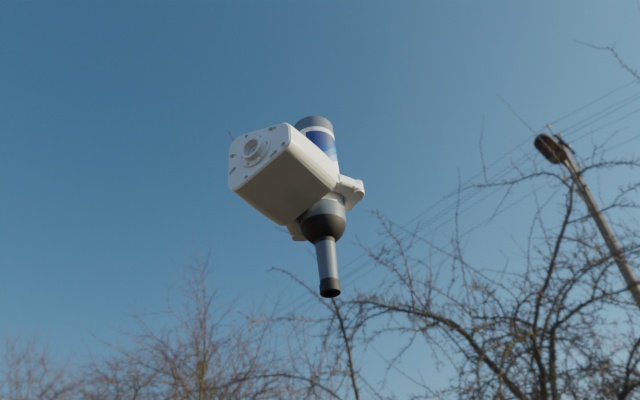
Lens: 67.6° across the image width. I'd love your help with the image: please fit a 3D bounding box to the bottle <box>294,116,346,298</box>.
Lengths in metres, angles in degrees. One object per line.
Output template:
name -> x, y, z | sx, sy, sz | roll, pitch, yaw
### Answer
bottle -> 0.000, 0.002, 0.702 | 0.069, 0.295, 0.069 | -4, -36, -3
